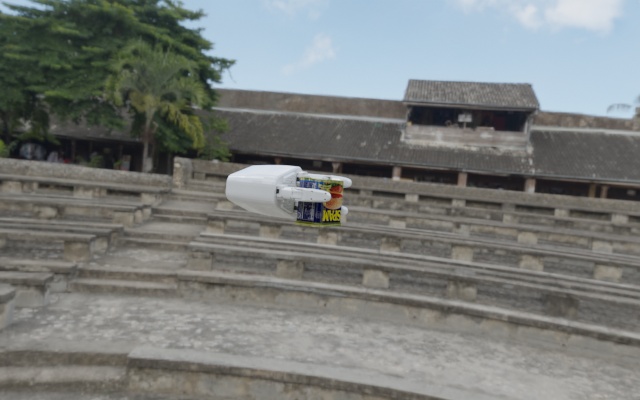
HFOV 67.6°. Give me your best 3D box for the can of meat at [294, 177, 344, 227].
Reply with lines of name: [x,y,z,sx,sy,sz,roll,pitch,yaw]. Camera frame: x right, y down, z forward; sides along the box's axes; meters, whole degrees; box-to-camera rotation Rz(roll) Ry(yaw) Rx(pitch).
can of meat: [0.000,0.002,0.860,0.057,0.084,0.102,6,2,29]
